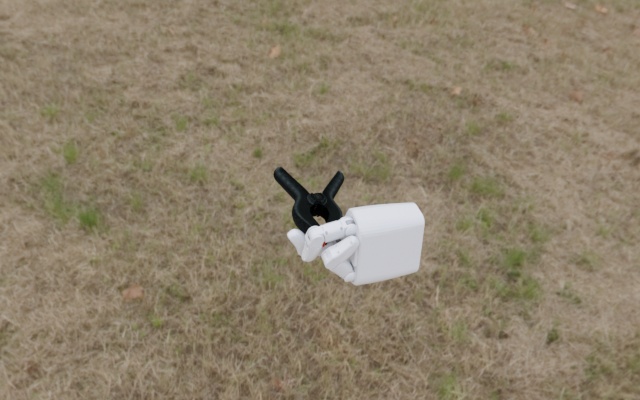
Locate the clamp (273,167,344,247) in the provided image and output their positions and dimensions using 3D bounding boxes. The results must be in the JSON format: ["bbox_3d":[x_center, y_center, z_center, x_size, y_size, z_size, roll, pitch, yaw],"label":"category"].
[{"bbox_3d":[0.000,0.002,0.761,0.120,0.039,0.171,-8,47,-16],"label":"clamp"}]
